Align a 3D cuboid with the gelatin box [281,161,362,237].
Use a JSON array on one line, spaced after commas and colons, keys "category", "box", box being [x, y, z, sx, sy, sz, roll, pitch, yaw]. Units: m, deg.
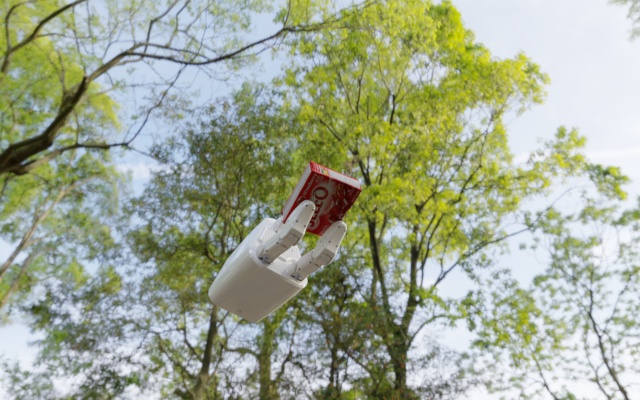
[{"category": "gelatin box", "box": [0.000, 0.002, 0.622, 0.073, 0.089, 0.030, 21, 28, -20]}]
